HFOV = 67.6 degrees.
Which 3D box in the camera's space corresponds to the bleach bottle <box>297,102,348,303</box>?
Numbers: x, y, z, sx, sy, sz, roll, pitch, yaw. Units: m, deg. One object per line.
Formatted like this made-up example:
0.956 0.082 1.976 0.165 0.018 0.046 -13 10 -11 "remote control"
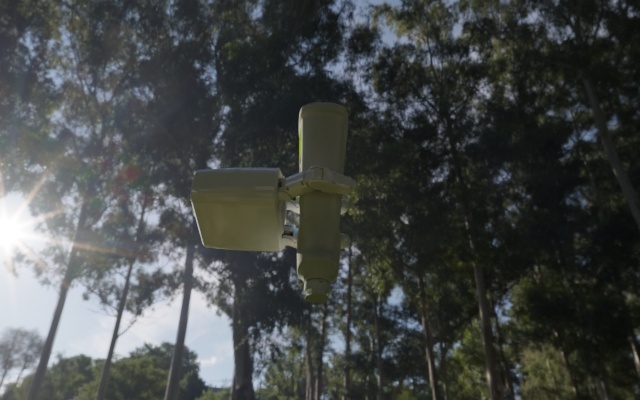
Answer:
0.000 0.002 0.610 0.068 0.250 0.103 2 -31 1 "bleach bottle"
